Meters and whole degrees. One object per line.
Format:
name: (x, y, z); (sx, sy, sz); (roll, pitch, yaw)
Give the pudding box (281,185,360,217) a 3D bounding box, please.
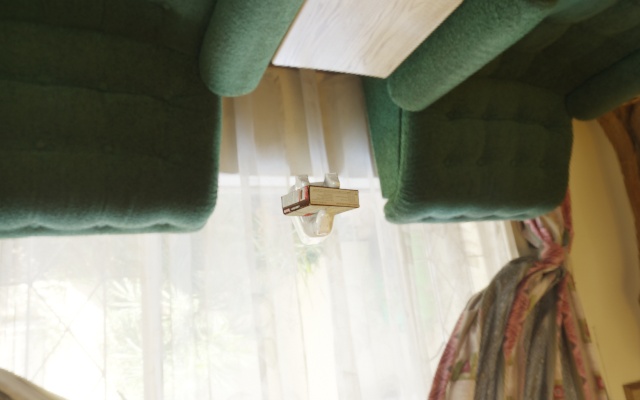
pudding box: (0.000, 0.003, 0.853); (0.113, 0.039, 0.090); (2, -15, -36)
